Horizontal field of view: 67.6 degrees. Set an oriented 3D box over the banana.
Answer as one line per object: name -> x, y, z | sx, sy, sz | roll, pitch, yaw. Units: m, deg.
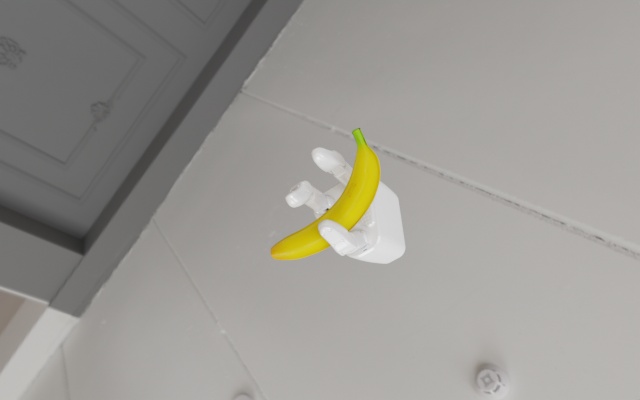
banana -> 0.016, 0.011, 0.590 | 0.069, 0.198, 0.037 | 38, 13, 12
